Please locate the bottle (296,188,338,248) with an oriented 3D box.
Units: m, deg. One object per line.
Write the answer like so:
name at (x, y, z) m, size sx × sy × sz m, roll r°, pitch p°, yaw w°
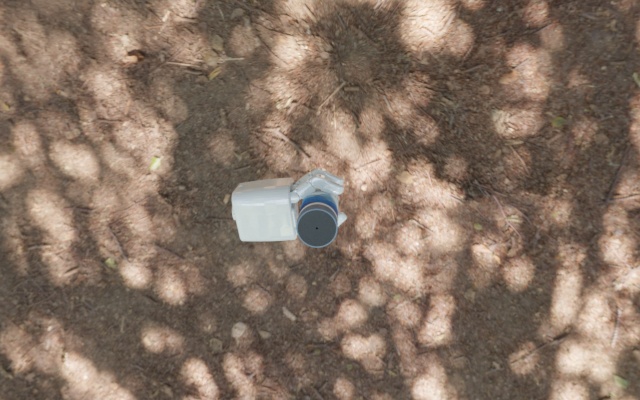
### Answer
bottle at (0.000, 0.003, 0.899) m, size 0.069 × 0.069 × 0.295 m, roll 0°, pitch 16°, yaw 2°
